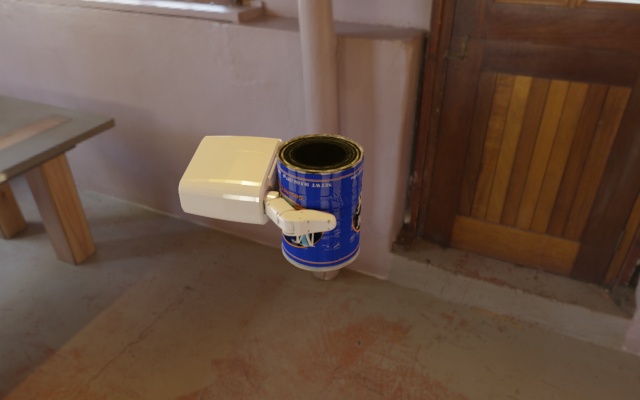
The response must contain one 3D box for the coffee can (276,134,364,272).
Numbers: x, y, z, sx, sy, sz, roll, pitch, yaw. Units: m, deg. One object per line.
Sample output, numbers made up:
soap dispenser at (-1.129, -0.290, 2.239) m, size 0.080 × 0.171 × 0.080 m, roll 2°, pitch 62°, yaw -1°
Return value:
coffee can at (0.000, 0.002, 0.593) m, size 0.103 × 0.140 × 0.102 m, roll 0°, pitch 32°, yaw 0°
